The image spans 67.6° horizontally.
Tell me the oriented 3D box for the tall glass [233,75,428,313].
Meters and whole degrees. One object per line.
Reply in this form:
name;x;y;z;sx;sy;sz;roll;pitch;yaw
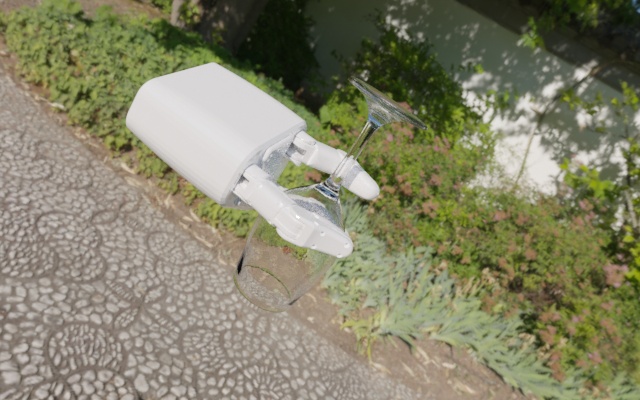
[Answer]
tall glass;0.001;0.001;0.402;0.079;0.201;0.079;30;19;-11
